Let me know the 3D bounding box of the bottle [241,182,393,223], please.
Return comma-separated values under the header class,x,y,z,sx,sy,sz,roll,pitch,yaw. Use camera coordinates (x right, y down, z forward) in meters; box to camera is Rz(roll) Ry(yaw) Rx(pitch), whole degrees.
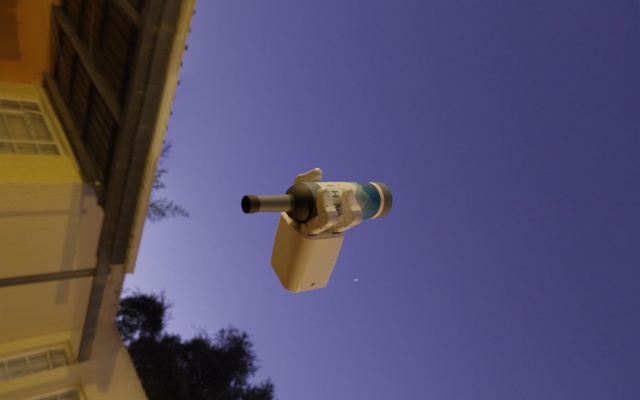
class,x,y,z,sx,sy,sz,roll,pitch,yaw
bottle,0.000,0.003,0.795,0.296,0.069,0.069,-2,1,-42
